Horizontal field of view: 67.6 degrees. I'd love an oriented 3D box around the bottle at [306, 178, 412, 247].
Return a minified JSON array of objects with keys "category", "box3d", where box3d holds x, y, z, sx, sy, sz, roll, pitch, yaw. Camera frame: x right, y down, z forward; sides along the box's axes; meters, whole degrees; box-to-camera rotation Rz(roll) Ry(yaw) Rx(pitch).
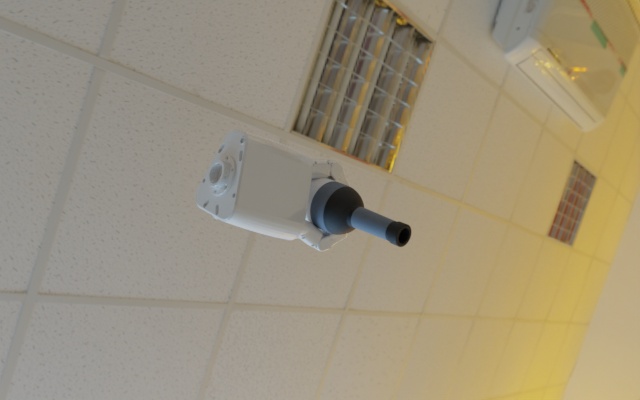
[{"category":"bottle","box3d":[0.000,0.002,0.647,0.069,0.069,0.295,0,15,-42]}]
